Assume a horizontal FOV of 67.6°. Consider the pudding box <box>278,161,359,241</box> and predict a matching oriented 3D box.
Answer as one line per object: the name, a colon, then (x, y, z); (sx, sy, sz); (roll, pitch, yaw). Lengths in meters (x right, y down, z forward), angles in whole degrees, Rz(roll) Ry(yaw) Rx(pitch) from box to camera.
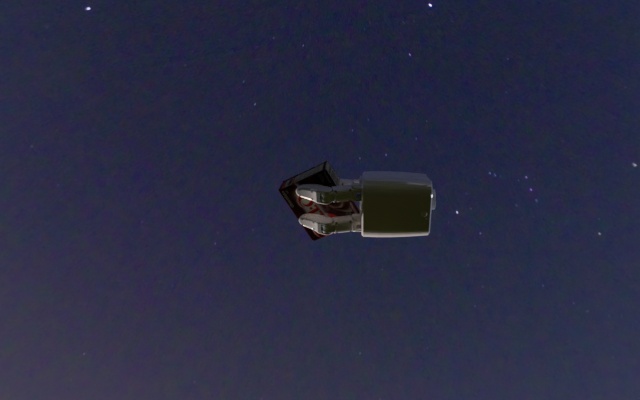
pudding box: (0.000, 0.002, 0.777); (0.090, 0.113, 0.039); (-24, 22, 21)
